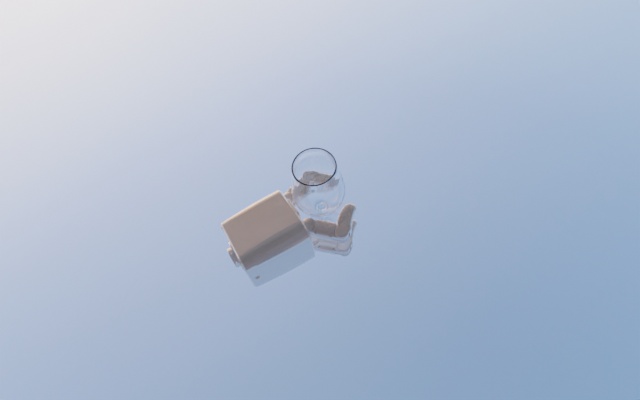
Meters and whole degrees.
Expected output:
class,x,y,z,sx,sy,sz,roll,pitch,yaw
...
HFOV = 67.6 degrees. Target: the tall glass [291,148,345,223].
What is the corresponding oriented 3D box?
class,x,y,z,sx,sy,sz,roll,pitch,yaw
tall glass,0.000,0.003,0.725,0.079,0.079,0.201,0,-29,6
